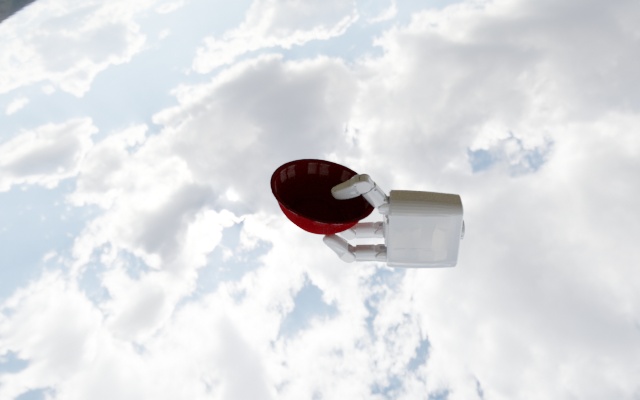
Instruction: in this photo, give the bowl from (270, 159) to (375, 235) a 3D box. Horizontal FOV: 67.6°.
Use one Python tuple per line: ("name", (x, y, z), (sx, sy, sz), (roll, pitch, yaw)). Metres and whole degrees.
("bowl", (-0.001, 0.002, 0.725), (0.162, 0.055, 0.162), (9, 36, -7))
